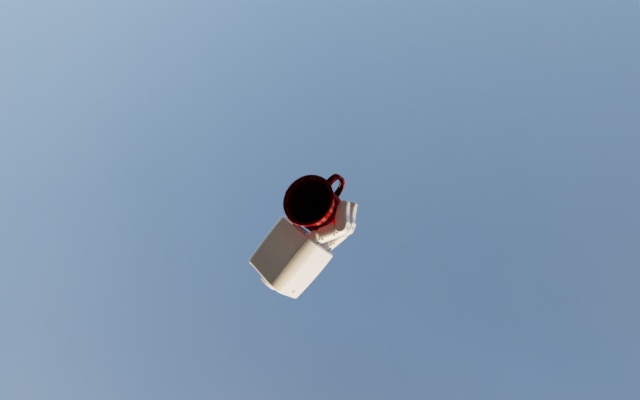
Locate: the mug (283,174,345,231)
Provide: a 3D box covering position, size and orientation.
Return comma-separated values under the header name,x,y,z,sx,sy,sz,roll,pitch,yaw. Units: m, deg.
name,x,y,z,sx,sy,sz,roll,pitch,yaw
mug,0.001,0.002,0.846,0.093,0.117,0.081,38,-2,29
